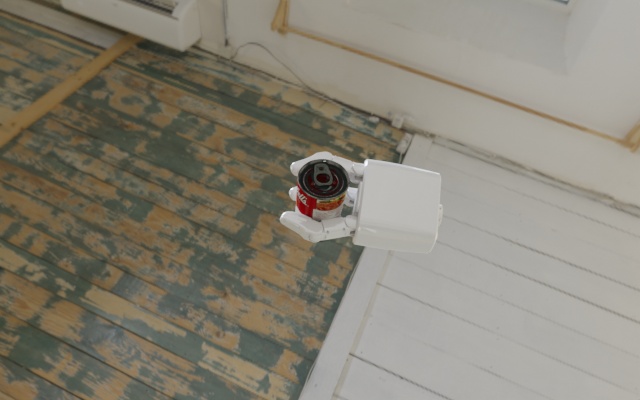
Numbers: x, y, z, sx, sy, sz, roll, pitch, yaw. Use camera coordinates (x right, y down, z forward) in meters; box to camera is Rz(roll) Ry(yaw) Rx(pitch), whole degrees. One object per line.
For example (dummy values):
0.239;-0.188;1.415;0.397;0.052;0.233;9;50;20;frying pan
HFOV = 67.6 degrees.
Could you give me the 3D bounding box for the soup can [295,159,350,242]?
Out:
0.000;0.002;0.653;0.068;0.068;0.102;0;-37;-6;soup can
